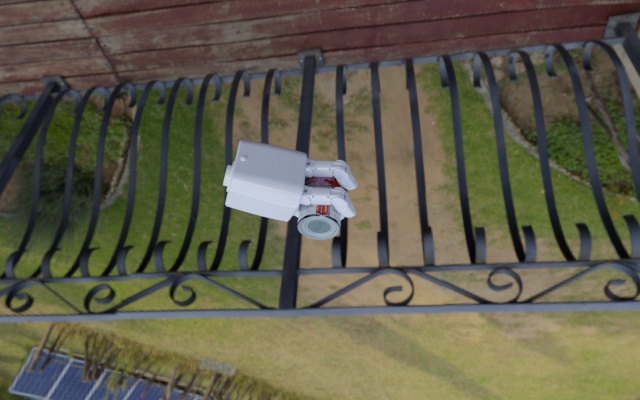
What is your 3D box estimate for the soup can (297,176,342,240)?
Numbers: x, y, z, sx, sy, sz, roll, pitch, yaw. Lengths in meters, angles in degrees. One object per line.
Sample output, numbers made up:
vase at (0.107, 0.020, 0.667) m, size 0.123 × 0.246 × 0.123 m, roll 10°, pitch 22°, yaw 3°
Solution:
soup can at (0.001, 0.003, 0.760) m, size 0.068 × 0.102 × 0.069 m, roll 3°, pitch -37°, yaw 2°
